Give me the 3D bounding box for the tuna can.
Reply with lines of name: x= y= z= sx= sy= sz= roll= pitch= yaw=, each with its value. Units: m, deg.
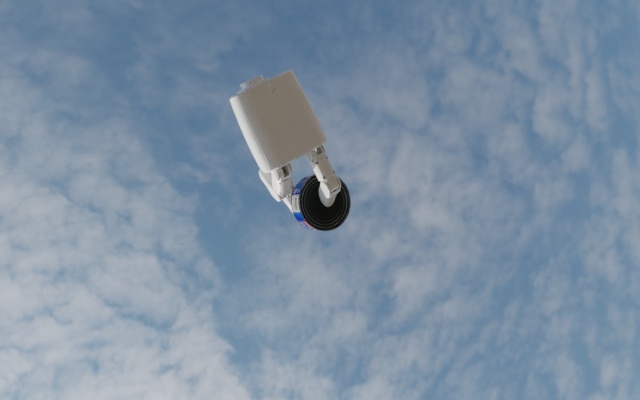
tuna can: x=0.000 y=0.002 z=0.710 sx=0.086 sy=0.086 sz=0.034 roll=0 pitch=-1 yaw=-28
